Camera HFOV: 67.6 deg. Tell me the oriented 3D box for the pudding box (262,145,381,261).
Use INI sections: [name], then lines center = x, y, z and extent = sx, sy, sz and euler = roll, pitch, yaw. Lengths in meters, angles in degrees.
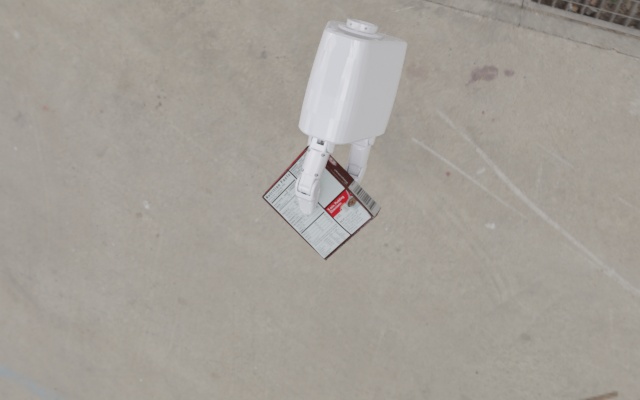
[pudding box]
center = 0.000, 0.002, 0.569
extent = 0.090, 0.113, 0.039
euler = -44, -1, 27
